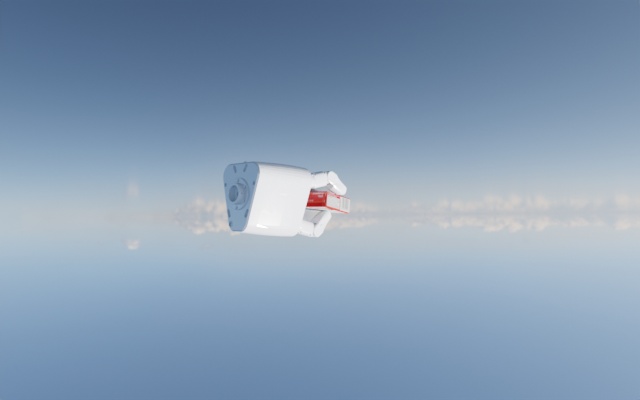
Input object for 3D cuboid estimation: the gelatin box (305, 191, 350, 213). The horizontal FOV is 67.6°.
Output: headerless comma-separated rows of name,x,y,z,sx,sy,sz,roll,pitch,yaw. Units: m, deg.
gelatin box,0.000,0.003,0.842,0.073,0.030,0.089,0,-9,31
